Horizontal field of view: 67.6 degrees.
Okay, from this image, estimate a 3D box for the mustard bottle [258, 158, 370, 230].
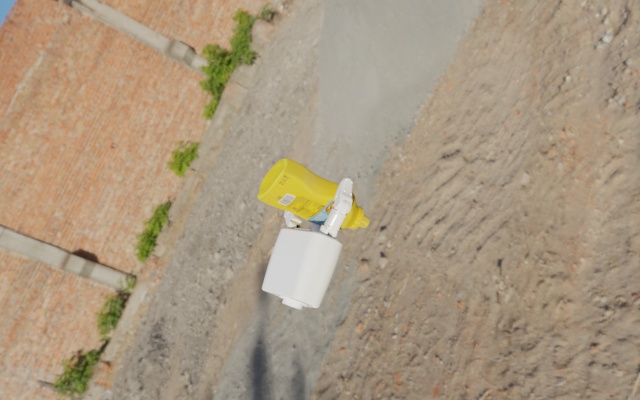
[{"bbox_3d":[0.000,0.002,0.791,0.192,0.058,0.096,25,-40,-22],"label":"mustard bottle"}]
